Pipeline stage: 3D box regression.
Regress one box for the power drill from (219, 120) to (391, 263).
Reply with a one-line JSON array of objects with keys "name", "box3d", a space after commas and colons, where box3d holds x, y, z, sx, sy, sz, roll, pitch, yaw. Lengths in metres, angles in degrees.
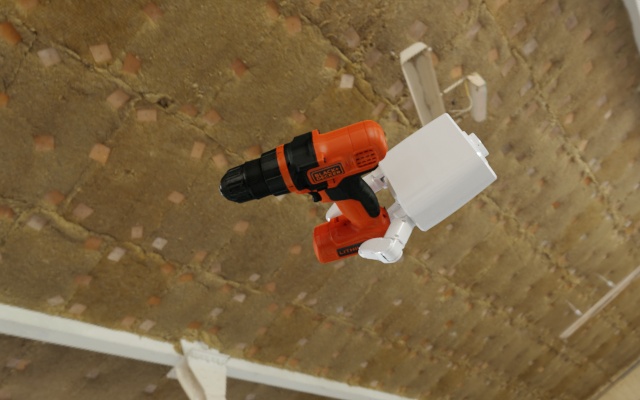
[{"name": "power drill", "box3d": [0.000, 0.002, 0.556, 0.184, 0.057, 0.188, -16, -38, 10]}]
